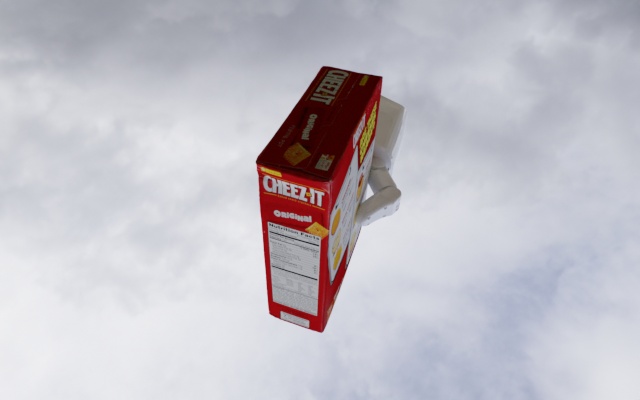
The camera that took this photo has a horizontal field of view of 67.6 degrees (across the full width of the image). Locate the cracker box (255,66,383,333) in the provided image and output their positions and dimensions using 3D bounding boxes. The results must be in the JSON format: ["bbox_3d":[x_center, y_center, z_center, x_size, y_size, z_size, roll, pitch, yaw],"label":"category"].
[{"bbox_3d":[0.000,0.002,0.480,0.072,0.214,0.164,14,45,12],"label":"cracker box"}]
